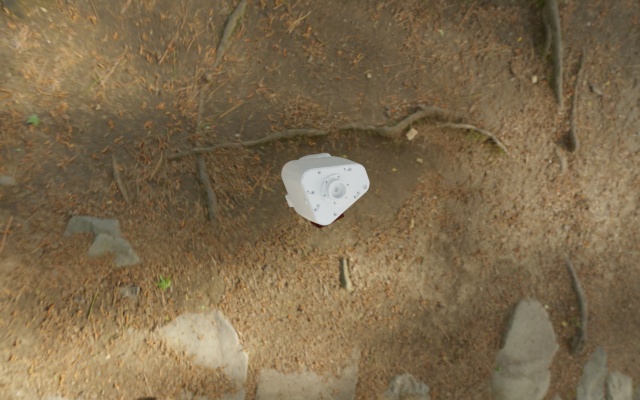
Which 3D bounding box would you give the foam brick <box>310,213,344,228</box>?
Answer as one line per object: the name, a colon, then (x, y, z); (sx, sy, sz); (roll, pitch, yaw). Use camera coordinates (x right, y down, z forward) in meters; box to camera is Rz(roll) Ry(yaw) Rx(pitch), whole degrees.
foam brick: (0.000, 0.003, 0.863); (0.053, 0.078, 0.051); (-25, 17, -15)
